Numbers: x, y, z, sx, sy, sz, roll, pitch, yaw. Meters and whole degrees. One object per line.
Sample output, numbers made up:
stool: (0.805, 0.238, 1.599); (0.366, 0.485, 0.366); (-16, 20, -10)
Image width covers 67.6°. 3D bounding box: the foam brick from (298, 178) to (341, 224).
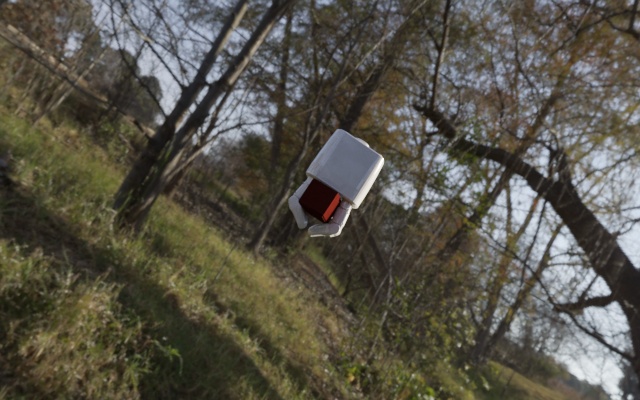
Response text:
foam brick: (0.000, 0.003, 0.854); (0.053, 0.051, 0.078); (32, -8, 13)
